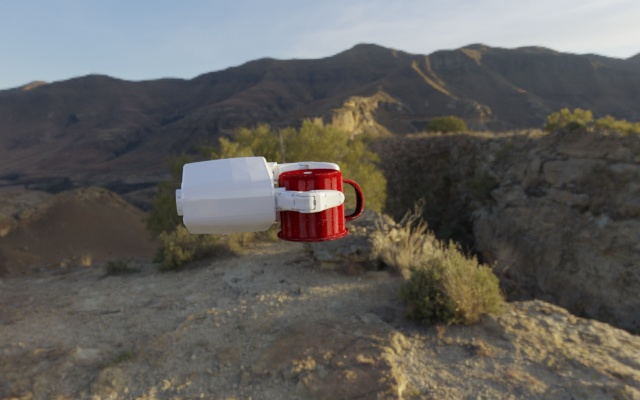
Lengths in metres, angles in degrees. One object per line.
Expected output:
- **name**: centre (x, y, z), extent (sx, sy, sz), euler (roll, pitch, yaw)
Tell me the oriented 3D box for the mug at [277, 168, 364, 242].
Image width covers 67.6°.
- **mug**: centre (0.002, 0.002, 0.614), extent (0.117, 0.081, 0.093), euler (-5, 10, -14)
